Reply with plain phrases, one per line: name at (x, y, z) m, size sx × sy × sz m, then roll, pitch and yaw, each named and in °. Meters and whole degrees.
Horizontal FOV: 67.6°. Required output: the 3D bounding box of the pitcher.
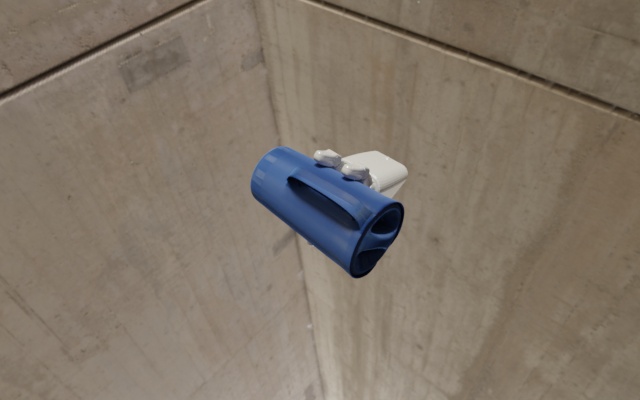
pitcher at (0.000, 0.003, 0.763) m, size 0.242 × 0.149 × 0.145 m, roll 32°, pitch 33°, yaw 29°
